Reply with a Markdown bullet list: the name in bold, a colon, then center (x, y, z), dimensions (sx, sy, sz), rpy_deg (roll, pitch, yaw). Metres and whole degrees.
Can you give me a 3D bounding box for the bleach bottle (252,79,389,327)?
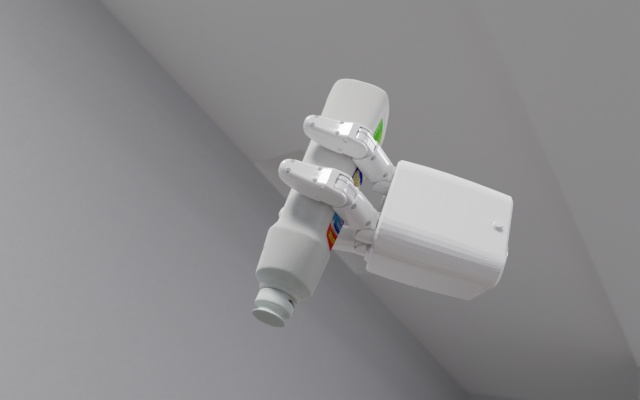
- **bleach bottle**: center (0.000, 0.001, 0.448), dimensions (0.068, 0.250, 0.103), rpy_deg (17, -34, 9)
